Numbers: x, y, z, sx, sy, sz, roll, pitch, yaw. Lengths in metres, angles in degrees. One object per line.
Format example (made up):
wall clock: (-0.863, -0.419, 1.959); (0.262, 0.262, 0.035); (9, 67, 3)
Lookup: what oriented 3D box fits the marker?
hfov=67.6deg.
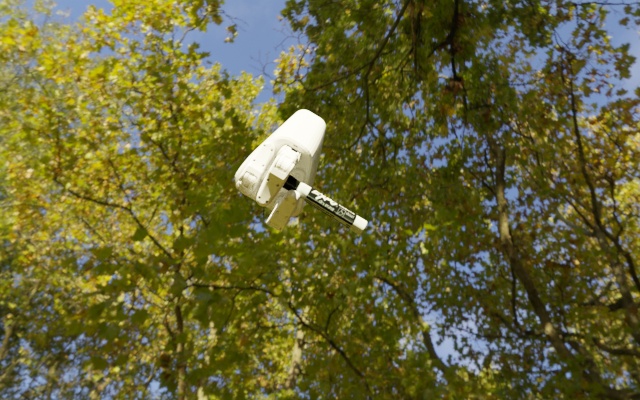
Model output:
marker: (0.000, 0.002, 0.566); (0.121, 0.020, 0.020); (31, -4, -6)
